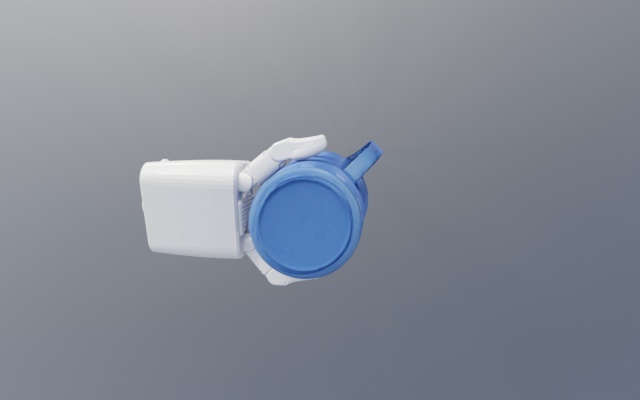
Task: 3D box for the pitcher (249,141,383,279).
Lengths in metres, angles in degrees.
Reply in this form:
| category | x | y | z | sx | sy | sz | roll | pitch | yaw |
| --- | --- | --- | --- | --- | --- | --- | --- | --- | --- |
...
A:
| category | x | y | z | sx | sy | sz | roll | pitch | yaw |
| --- | --- | --- | --- | --- | --- | --- | --- | --- | --- |
| pitcher | 0.000 | 0.002 | 0.558 | 0.145 | 0.149 | 0.243 | 3 | 6 | 3 |
